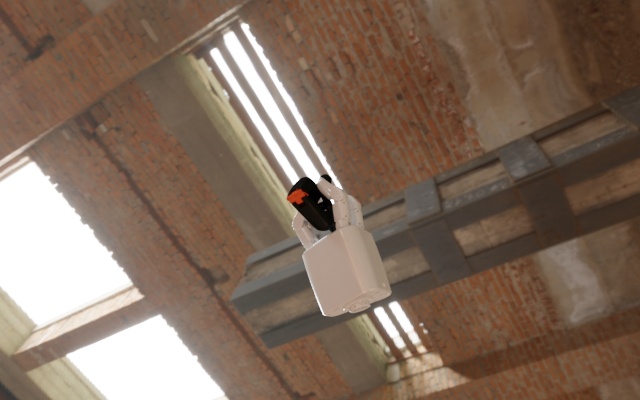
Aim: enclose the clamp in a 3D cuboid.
[{"bbox_3d":[-0.001,0.003,0.800,0.036,0.164,0.210,-30,-27,16],"label":"clamp"}]
